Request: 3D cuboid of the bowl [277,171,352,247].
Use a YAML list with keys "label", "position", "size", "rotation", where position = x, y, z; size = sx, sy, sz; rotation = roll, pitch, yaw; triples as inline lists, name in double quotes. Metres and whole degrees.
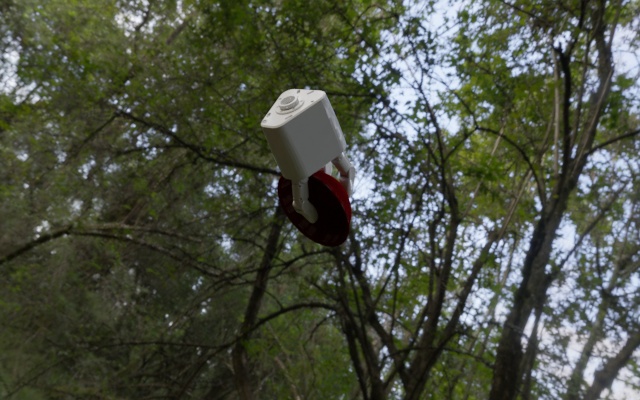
- label: "bowl"
  position: [0.000, 0.004, 0.853]
  size: [0.162, 0.162, 0.055]
  rotation: [0, 32, 47]
